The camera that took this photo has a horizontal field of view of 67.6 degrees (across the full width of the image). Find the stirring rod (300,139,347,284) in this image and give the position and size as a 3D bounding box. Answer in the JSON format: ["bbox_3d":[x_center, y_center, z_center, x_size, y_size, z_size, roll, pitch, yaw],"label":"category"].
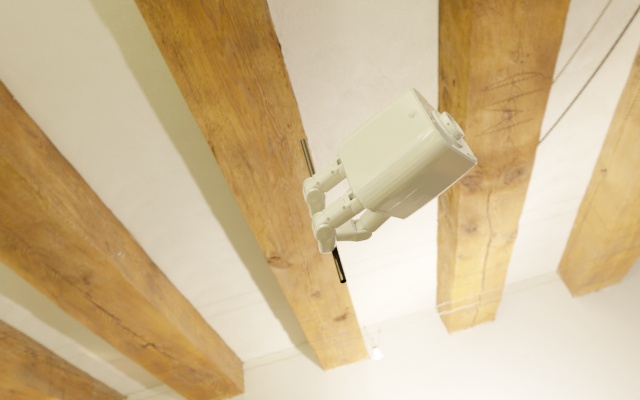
[{"bbox_3d":[0.000,0.002,0.605,0.011,0.239,0.011,-9,-41,-8],"label":"stirring rod"}]
